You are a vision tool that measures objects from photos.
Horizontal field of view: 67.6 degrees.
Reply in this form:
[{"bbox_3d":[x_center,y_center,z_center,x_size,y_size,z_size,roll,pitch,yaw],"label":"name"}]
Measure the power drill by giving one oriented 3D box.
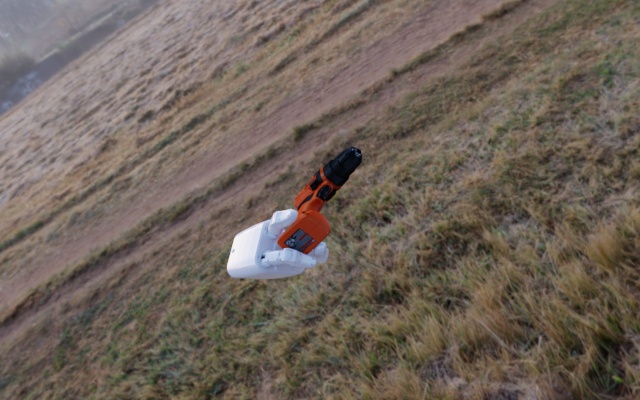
[{"bbox_3d":[0.000,0.003,0.854,0.184,0.057,0.187,-46,12,36],"label":"power drill"}]
